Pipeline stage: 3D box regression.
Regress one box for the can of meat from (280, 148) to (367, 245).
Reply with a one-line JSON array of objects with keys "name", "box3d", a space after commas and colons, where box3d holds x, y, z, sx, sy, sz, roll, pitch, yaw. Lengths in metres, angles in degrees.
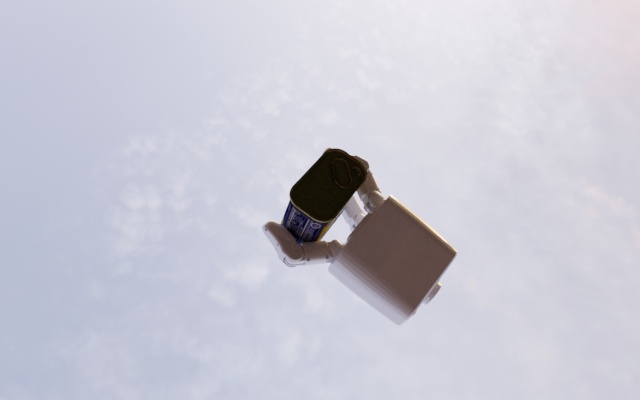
[{"name": "can of meat", "box3d": [0.000, 0.002, 0.560, 0.057, 0.102, 0.084, 36, -35, 7]}]
